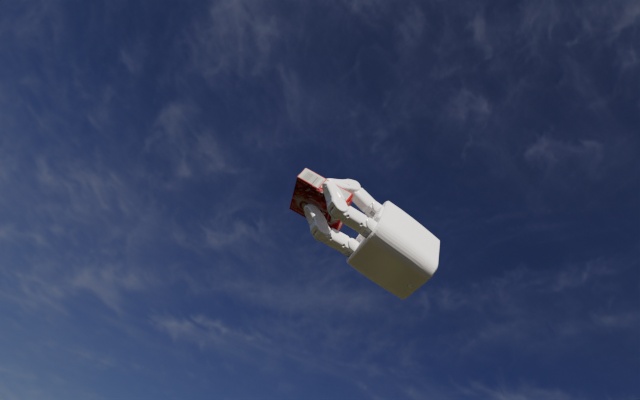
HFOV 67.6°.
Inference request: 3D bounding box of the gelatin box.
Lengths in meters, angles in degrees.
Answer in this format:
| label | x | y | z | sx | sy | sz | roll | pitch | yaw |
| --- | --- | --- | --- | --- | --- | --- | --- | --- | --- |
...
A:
| label | x | y | z | sx | sy | sz | roll | pitch | yaw |
| --- | --- | --- | --- | --- | --- | --- | --- | --- | --- |
| gelatin box | 0.000 | 0.002 | 0.741 | 0.089 | 0.073 | 0.030 | 30 | 46 | 12 |
